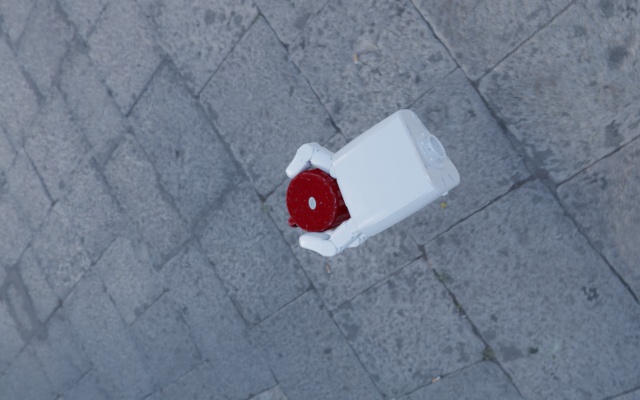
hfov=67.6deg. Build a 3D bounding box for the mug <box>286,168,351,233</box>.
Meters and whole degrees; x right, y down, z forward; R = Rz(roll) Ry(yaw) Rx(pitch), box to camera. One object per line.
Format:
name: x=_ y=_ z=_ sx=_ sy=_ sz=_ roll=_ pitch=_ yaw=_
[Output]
mug: x=-0.001 y=0.003 z=0.641 sx=0.117 sy=0.093 sz=0.081 roll=-35 pitch=-11 yaw=33
